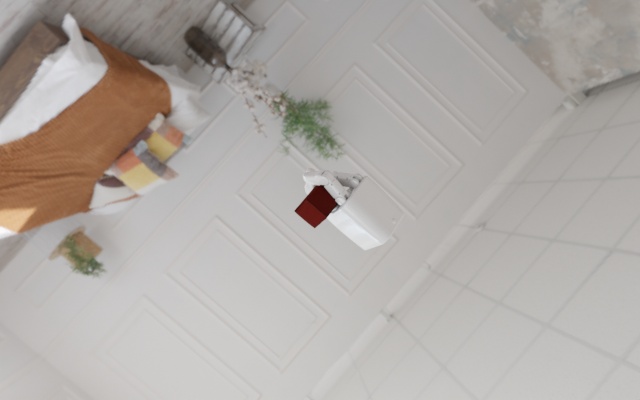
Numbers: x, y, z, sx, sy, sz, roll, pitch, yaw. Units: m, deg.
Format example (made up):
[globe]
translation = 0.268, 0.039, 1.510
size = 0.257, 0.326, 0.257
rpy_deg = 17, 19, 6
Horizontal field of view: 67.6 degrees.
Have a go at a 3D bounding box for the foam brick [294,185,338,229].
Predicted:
[foam brick]
translation = 0.000, 0.003, 0.887
size = 0.078, 0.051, 0.053
rpy_deg = -51, 6, -39
